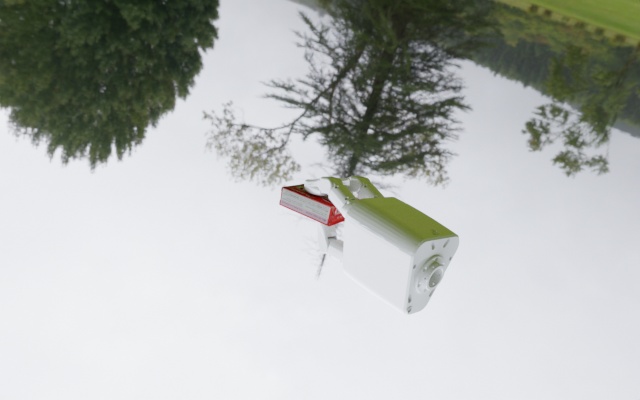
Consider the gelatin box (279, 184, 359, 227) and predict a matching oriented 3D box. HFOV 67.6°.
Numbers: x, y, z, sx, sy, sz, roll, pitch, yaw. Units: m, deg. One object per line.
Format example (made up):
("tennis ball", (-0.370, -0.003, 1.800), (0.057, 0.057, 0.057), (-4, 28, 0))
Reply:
("gelatin box", (0.000, 0.002, 0.660), (0.089, 0.030, 0.073), (21, 19, 31))
